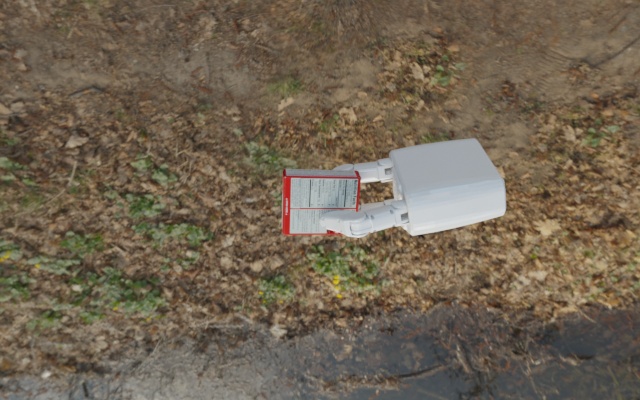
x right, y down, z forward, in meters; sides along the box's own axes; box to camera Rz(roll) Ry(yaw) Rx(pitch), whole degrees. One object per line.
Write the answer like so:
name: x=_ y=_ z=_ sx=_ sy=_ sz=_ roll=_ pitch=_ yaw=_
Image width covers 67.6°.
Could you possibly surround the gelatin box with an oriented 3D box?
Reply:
gelatin box: x=0.000 y=0.002 z=0.554 sx=0.089 sy=0.073 sz=0.030 roll=0 pitch=23 yaw=-7
